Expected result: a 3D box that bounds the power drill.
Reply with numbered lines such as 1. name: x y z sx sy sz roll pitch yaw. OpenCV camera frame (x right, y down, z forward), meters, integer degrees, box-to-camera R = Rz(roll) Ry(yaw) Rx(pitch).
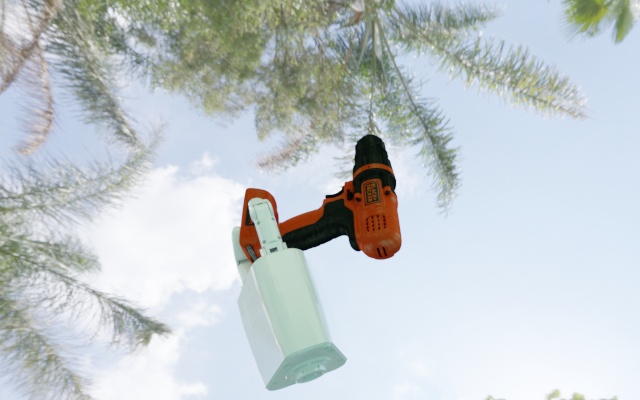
1. power drill: 0.000 0.002 0.576 0.187 0.184 0.057 -14 -46 14
